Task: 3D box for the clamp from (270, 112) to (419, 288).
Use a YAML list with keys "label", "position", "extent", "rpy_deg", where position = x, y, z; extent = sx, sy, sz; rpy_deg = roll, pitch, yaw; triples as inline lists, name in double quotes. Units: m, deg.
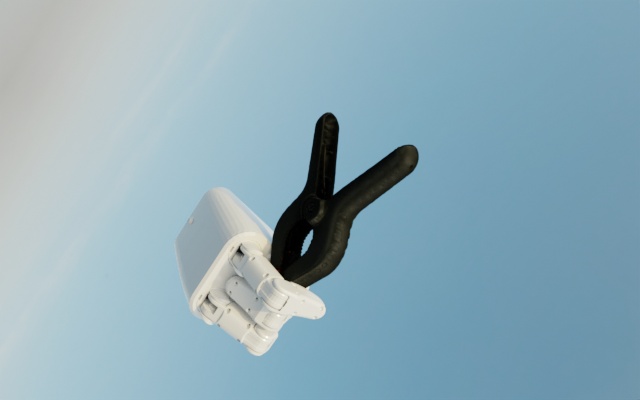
- label: "clamp"
  position: [0.000, 0.002, 0.425]
  extent: [0.039, 0.171, 0.120]
  rpy_deg: [30, 10, -39]
